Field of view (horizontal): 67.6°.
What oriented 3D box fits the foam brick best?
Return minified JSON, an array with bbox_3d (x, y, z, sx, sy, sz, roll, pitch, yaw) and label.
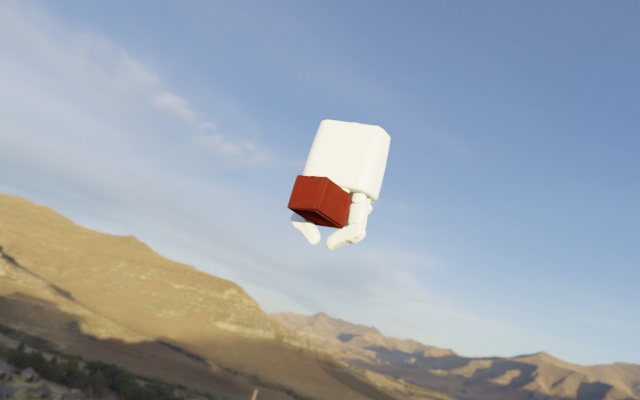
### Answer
[{"bbox_3d":[0.000,0.002,0.677,0.053,0.051,0.078,6,-18,35],"label":"foam brick"}]
